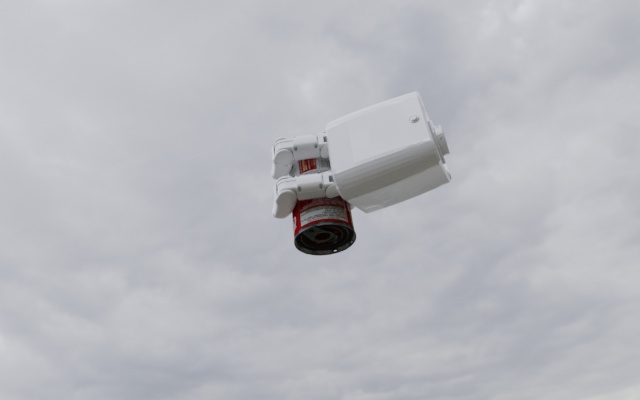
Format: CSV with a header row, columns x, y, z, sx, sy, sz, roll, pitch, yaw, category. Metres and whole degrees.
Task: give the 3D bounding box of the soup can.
x,y,z,sx,sy,sz,roll,pitch,yaw,category
0.000,0.002,0.543,0.068,0.102,0.069,-5,-34,-3,soup can
